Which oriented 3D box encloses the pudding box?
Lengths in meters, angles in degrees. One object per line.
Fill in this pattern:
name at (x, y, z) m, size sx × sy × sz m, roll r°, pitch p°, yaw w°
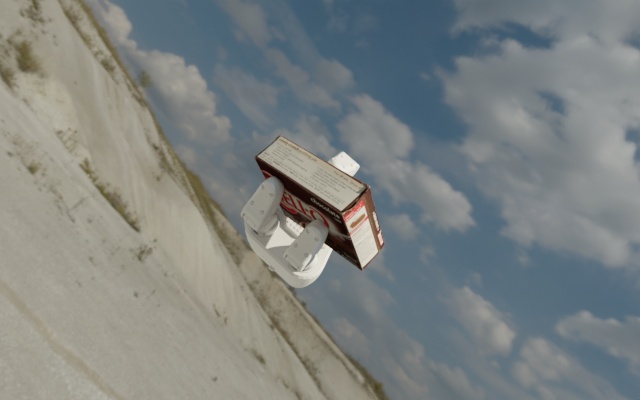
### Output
pudding box at (0.000, 0.001, 0.430) m, size 0.113 × 0.039 × 0.090 m, roll 31°, pitch -22°, yaw 34°
